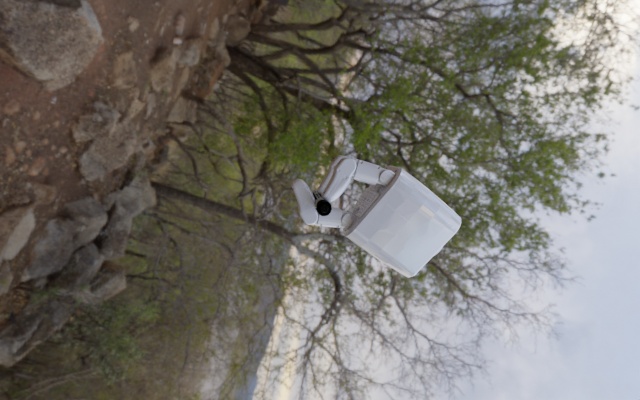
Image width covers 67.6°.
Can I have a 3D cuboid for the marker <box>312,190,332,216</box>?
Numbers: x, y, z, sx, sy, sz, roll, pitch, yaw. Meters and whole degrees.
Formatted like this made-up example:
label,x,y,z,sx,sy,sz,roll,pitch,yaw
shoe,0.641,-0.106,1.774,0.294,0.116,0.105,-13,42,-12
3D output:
label,x,y,z,sx,sy,sz,roll,pitch,yaw
marker,0.000,0.002,0.628,0.020,0.020,0.121,0,8,-5
